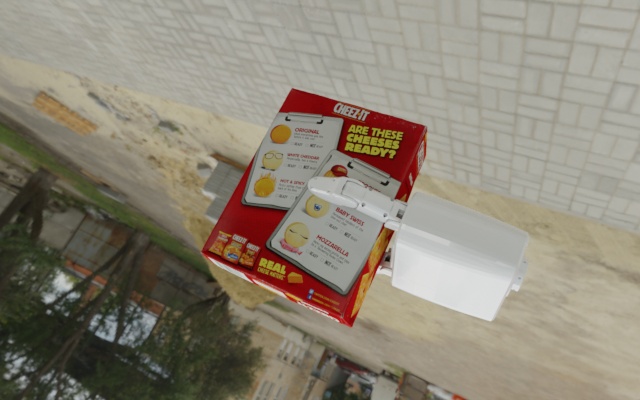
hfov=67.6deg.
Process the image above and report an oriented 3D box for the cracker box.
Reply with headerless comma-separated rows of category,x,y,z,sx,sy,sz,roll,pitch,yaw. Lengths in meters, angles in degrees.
cracker box,0.000,0.002,0.512,0.164,0.213,0.072,20,-18,19
